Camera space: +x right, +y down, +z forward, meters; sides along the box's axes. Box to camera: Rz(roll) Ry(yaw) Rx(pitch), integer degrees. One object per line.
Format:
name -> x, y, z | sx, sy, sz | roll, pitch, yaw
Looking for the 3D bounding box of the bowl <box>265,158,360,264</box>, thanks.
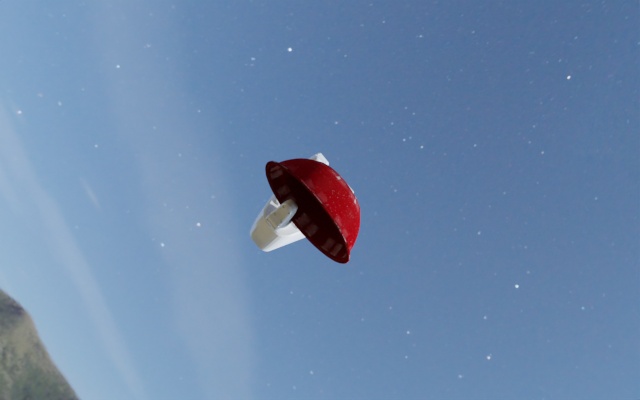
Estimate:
bowl -> 0.001, 0.002, 0.610 | 0.055, 0.162, 0.162 | -38, 13, -17
